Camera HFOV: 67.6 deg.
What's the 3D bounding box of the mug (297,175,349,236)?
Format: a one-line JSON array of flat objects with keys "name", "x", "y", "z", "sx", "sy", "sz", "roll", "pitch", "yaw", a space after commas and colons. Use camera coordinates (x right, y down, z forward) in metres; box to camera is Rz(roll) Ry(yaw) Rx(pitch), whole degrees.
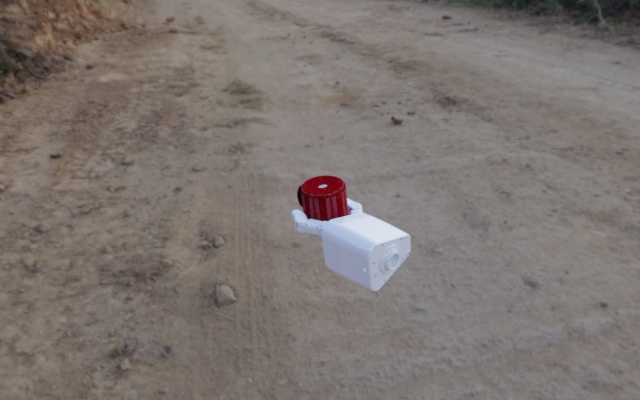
[{"name": "mug", "x": -0.001, "y": 0.002, "z": 0.882, "sx": 0.093, "sy": 0.081, "sz": 0.117, "roll": -29, "pitch": 36, "yaw": -33}]
